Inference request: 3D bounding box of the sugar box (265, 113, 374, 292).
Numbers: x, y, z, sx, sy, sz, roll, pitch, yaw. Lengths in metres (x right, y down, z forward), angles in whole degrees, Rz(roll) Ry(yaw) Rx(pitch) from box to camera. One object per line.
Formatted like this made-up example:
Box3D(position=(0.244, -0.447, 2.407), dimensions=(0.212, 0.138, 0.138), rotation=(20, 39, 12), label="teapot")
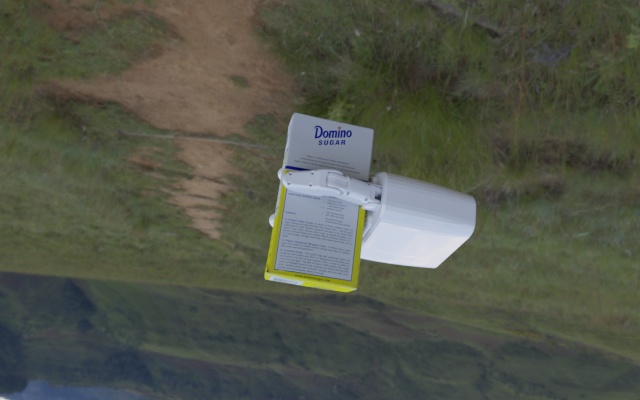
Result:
Box3D(position=(0.000, 0.002, 0.508), dimensions=(0.093, 0.176, 0.048), rotation=(11, -19, -9), label="sugar box")
